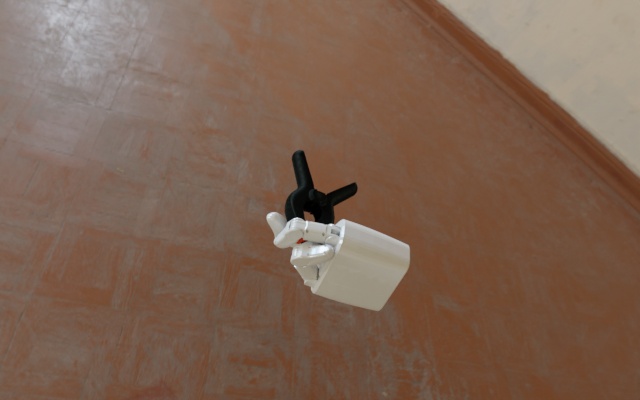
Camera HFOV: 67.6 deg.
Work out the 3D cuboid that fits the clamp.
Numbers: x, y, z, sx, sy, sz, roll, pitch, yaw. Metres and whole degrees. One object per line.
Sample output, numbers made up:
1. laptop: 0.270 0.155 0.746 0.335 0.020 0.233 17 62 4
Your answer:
1. clamp: 0.000 0.002 0.734 0.120 0.171 0.039 20 -42 -11
